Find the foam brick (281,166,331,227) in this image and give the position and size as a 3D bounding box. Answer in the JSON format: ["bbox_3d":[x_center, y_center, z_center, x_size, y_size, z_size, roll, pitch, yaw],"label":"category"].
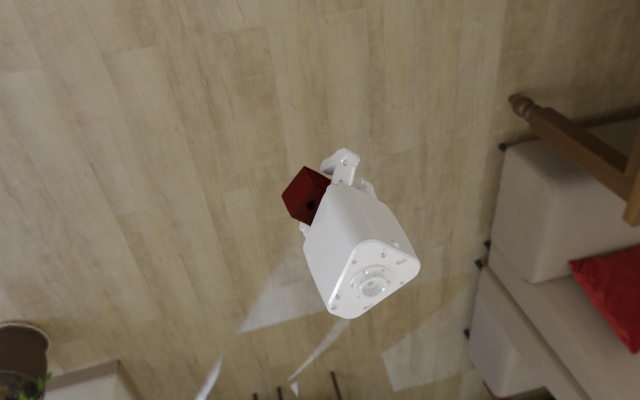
[{"bbox_3d":[0.000,0.002,0.607,0.078,0.053,0.051,26,20,-30],"label":"foam brick"}]
